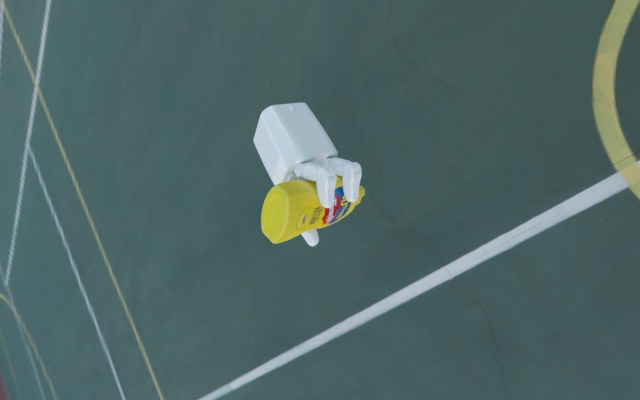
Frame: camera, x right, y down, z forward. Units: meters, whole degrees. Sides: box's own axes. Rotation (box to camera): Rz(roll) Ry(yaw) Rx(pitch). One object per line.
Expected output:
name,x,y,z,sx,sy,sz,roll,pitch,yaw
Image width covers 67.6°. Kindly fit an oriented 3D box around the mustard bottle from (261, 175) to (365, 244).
mustard bottle,0.000,0.003,0.754,0.191,0.096,0.058,-16,45,-42
